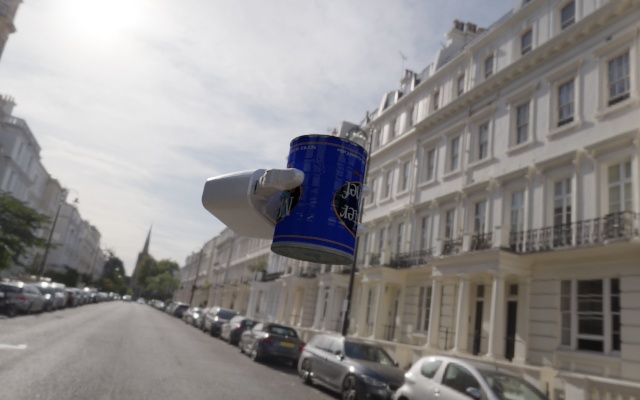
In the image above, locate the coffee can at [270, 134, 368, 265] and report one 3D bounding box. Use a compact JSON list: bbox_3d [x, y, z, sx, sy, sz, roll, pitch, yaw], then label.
[{"bbox_3d":[0.000,0.002,0.598,0.103,0.140,0.103,9,-15,2],"label":"coffee can"}]
